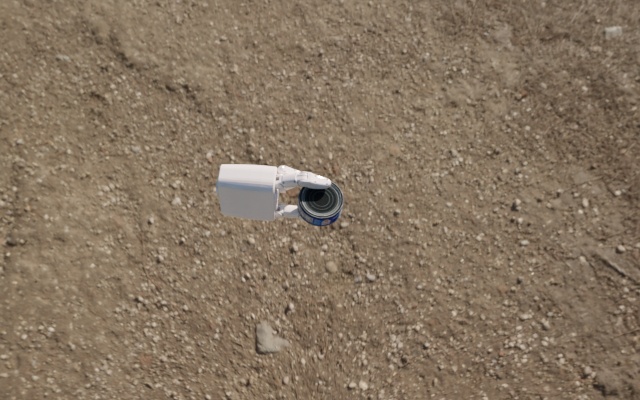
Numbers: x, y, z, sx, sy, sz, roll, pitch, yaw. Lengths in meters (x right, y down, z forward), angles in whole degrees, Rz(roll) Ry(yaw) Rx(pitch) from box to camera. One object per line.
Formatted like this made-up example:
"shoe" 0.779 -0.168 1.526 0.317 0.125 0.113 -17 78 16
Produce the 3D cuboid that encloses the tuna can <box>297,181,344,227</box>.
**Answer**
"tuna can" 0.000 0.003 0.888 0.086 0.086 0.034 0 -27 -7
